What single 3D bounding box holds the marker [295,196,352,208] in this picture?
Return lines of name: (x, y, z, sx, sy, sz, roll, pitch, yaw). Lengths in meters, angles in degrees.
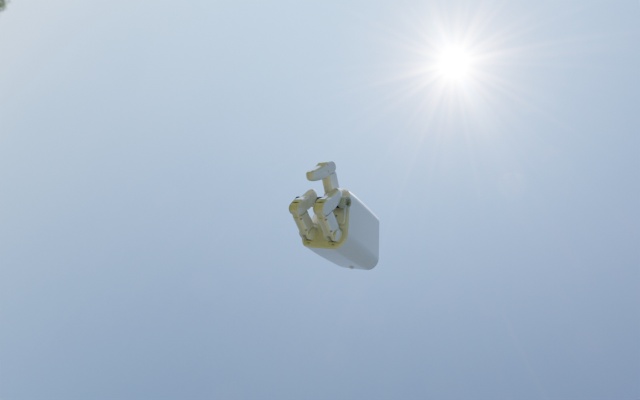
marker: (0.000, 0.003, 0.802, 0.121, 0.020, 0.020, 0, 0, 43)
